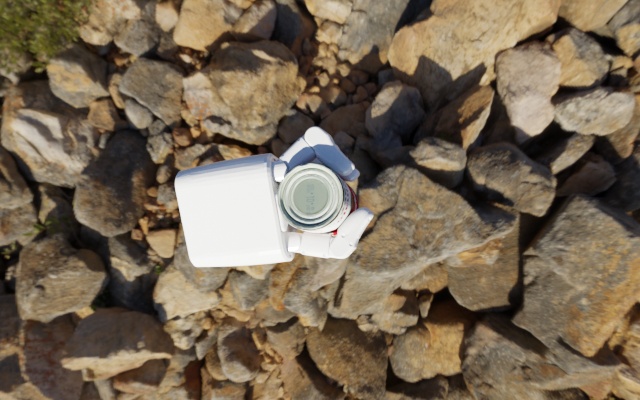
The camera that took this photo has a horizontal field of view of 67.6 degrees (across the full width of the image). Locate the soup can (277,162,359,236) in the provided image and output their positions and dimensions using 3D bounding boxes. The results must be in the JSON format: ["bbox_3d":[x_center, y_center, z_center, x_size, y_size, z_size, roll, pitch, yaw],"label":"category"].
[{"bbox_3d":[0.001,0.002,0.503,0.068,0.068,0.102,0,-7,12],"label":"soup can"}]
